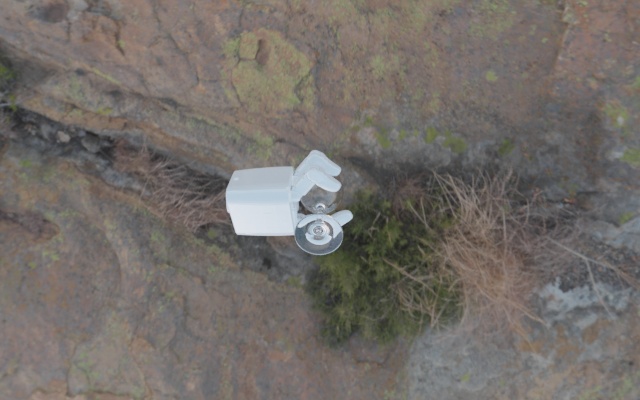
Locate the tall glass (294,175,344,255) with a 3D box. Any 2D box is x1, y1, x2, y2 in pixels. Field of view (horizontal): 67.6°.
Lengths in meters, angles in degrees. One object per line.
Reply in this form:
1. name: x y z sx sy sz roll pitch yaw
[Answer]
1. tall glass: 0.000 0.003 0.804 0.079 0.079 0.201 0 30 2
